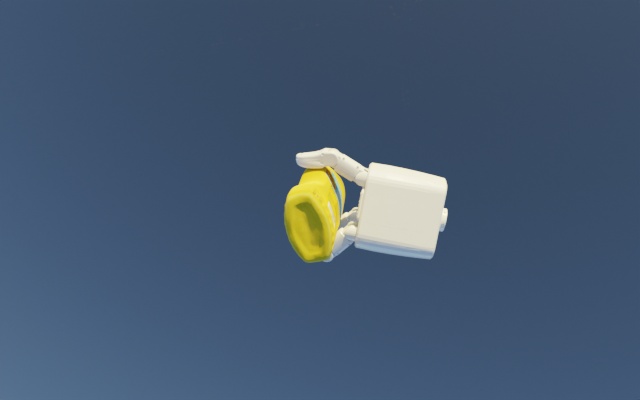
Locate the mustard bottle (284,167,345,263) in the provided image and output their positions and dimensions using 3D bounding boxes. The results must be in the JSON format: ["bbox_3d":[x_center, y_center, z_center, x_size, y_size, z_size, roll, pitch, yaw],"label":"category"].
[{"bbox_3d":[0.000,0.002,0.664,0.058,0.096,0.191,-12,18,14],"label":"mustard bottle"}]
